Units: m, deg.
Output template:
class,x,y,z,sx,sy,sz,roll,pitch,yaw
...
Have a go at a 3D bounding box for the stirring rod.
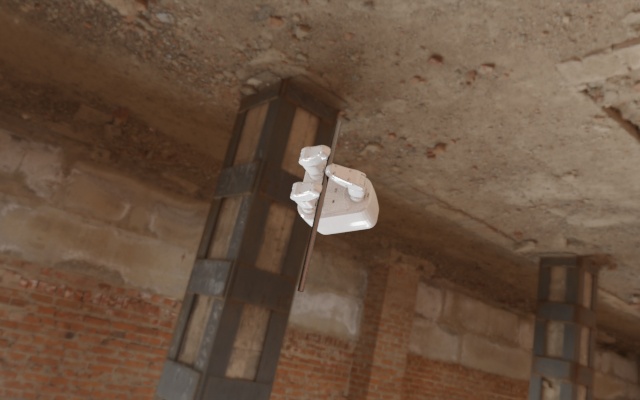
class,x,y,z,sx,sy,sz,roll,pitch,yaw
stirring rod,0.000,0.002,0.636,0.011,0.239,0.011,12,-16,3
